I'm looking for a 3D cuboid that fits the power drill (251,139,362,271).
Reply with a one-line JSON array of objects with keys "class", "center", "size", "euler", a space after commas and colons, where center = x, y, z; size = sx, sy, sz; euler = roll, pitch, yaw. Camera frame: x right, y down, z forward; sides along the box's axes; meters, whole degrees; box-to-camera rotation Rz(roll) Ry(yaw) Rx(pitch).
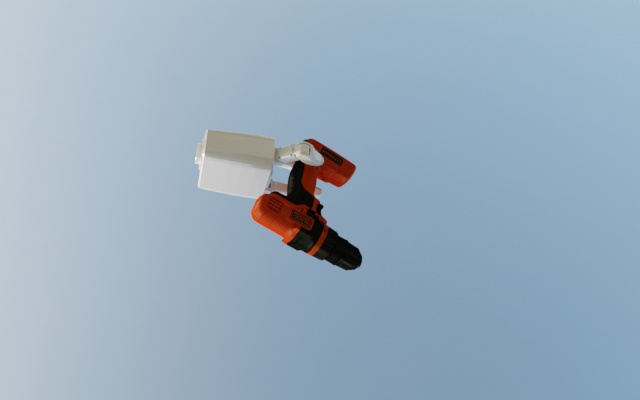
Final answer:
[{"class": "power drill", "center": [0.000, 0.002, 0.750], "size": [0.184, 0.187, 0.057], "euler": [32, -44, -14]}]
